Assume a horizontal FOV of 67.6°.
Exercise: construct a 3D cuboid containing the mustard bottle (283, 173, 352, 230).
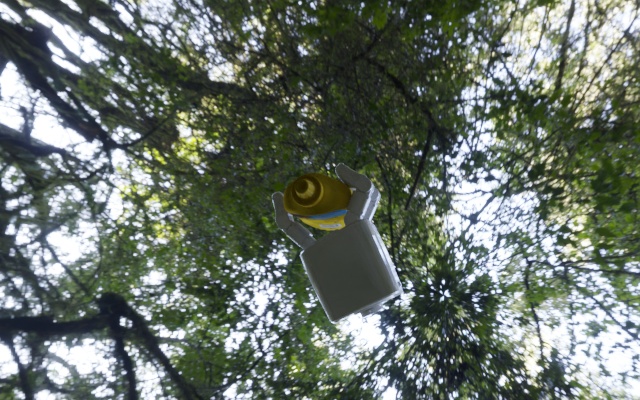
[{"bbox_3d":[0.000,0.002,0.677,0.096,0.058,0.192,-3,-12,14],"label":"mustard bottle"}]
